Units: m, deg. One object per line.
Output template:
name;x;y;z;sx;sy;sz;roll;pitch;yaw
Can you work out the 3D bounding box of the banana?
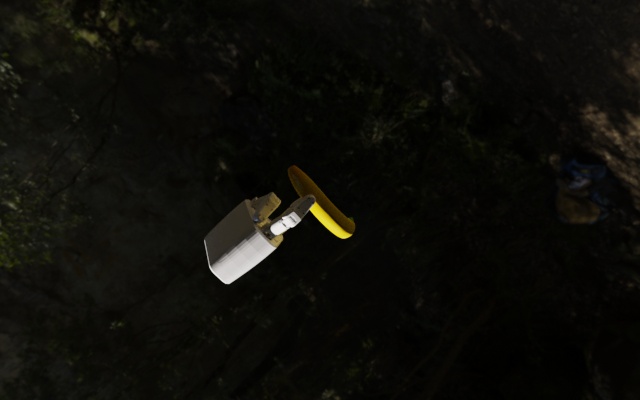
banana;0.009;0.015;0.814;0.198;0.037;0.069;44;9;-43
